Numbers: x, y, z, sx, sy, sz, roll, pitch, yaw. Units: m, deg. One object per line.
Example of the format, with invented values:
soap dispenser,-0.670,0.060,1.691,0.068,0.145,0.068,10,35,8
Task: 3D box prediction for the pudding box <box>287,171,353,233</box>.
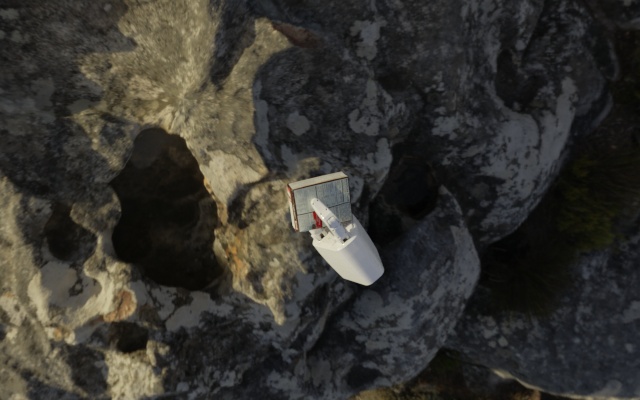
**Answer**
pudding box,0.000,0.003,0.880,0.113,0.090,0.039,-14,22,-17
